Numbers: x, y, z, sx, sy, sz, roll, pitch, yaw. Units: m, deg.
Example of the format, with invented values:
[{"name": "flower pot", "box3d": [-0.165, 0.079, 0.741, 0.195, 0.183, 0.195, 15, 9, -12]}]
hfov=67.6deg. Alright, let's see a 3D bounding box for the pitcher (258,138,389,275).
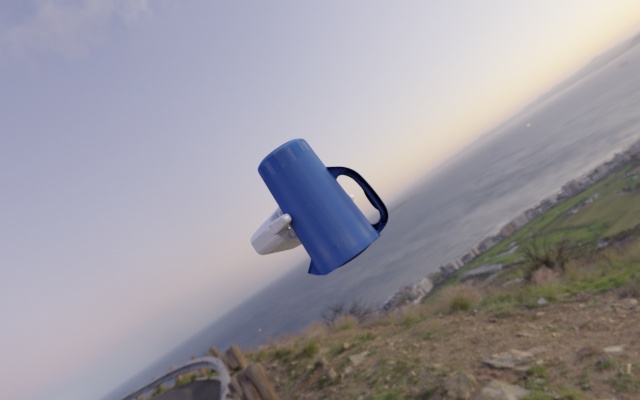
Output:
[{"name": "pitcher", "box3d": [0.000, 0.003, 0.887, 0.149, 0.243, 0.145, -31, -5, -40]}]
